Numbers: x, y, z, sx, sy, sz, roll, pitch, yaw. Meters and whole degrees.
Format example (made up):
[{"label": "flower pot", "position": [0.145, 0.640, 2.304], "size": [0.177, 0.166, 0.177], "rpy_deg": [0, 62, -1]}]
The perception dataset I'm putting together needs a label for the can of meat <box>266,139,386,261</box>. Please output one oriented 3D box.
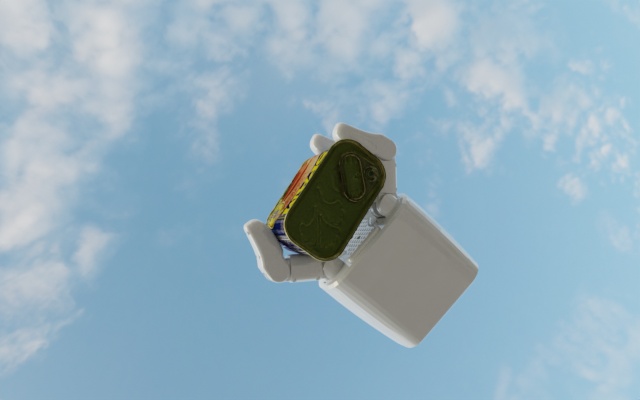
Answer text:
[{"label": "can of meat", "position": [0.000, 0.001, 0.429], "size": [0.057, 0.102, 0.084], "rpy_deg": [36, -14, -14]}]
